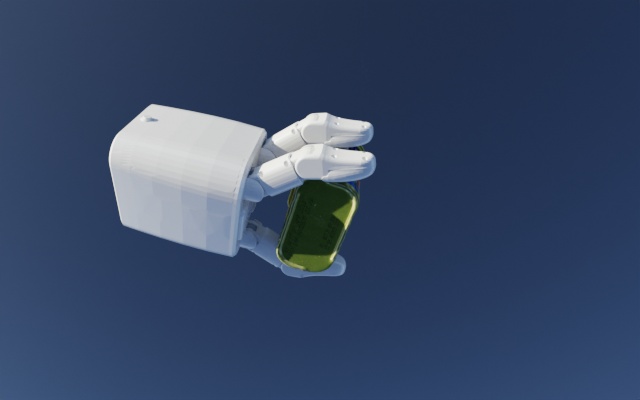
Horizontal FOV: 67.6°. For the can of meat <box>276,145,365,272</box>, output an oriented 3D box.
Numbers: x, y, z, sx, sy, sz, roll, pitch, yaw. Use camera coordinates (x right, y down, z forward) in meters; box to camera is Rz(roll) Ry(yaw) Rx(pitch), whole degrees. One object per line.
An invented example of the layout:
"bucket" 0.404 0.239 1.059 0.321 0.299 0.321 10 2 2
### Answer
"can of meat" 0.000 0.002 0.425 0.057 0.102 0.084 18 32 -4
